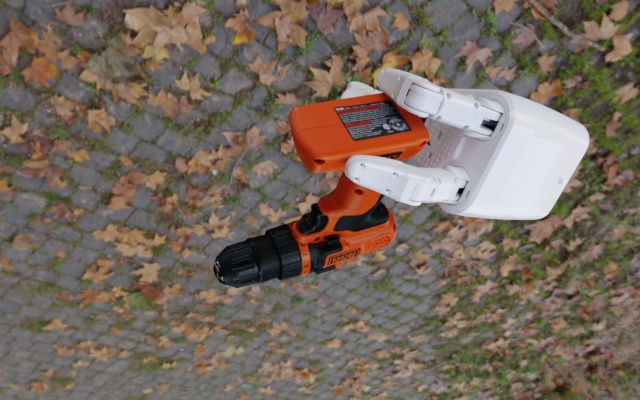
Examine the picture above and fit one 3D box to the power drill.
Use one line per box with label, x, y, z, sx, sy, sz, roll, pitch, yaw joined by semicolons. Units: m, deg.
power drill;0.000;0.001;0.407;0.184;0.057;0.188;-16;-31;-23
